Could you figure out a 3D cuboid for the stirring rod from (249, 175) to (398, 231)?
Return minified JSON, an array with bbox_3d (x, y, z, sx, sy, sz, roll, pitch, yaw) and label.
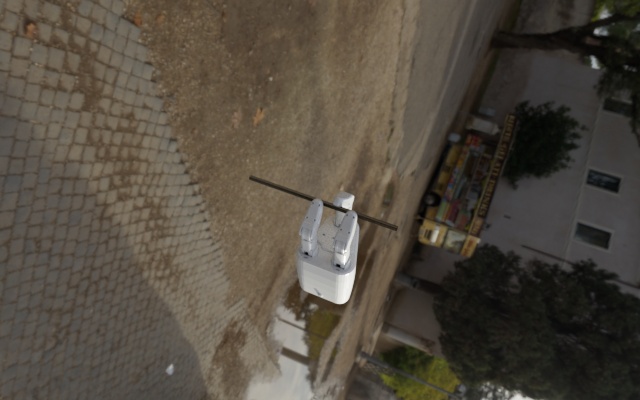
[{"bbox_3d":[0.000,0.002,0.714,0.239,0.011,0.011,19,5,15],"label":"stirring rod"}]
